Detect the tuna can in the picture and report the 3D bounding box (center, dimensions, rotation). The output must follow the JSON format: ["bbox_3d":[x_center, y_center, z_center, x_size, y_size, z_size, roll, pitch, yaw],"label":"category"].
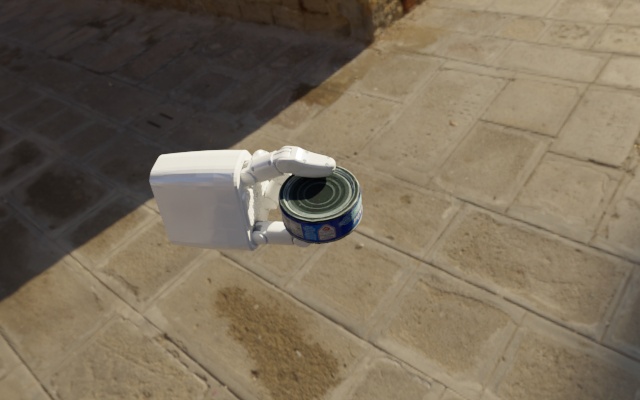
[{"bbox_3d":[0.000,0.001,0.493,0.086,0.086,0.034,0,-44,9],"label":"tuna can"}]
